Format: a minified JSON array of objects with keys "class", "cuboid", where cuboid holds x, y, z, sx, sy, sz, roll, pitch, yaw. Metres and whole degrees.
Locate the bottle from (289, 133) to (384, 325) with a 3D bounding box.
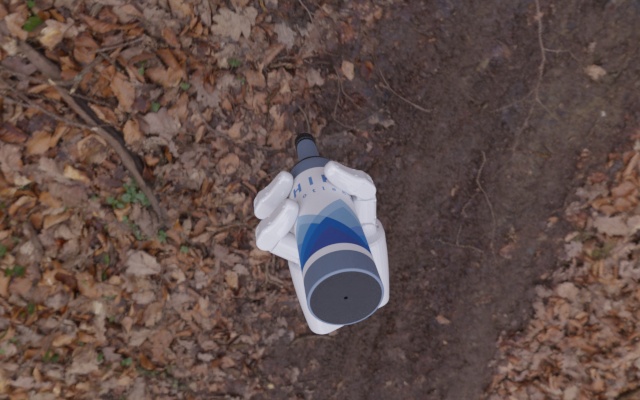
[{"class":"bottle","cuboid":[0.000,0.002,0.521,0.069,0.069,0.295,0,33,-10]}]
